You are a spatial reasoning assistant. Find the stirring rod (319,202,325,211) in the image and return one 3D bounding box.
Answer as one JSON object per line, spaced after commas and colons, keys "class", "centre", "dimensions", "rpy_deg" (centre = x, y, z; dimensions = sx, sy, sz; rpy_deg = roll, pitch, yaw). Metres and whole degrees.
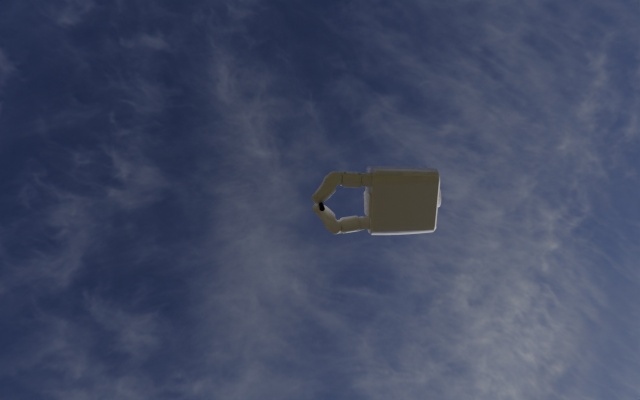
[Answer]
{"class": "stirring rod", "centre": [0.000, 0.003, 0.795], "dimensions": [0.011, 0.011, 0.239], "rpy_deg": [0, 4, -1]}
